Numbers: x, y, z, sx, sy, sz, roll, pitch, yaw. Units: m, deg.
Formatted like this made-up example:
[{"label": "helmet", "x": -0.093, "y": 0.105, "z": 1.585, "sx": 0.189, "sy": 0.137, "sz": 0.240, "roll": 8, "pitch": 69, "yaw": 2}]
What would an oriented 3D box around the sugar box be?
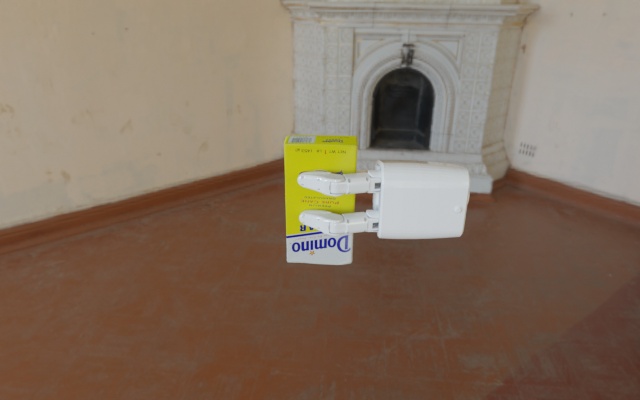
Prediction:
[{"label": "sugar box", "x": 0.000, "y": 0.002, "z": 0.636, "sx": 0.093, "sy": 0.176, "sz": 0.048, "roll": 2, "pitch": 25, "yaw": 4}]
